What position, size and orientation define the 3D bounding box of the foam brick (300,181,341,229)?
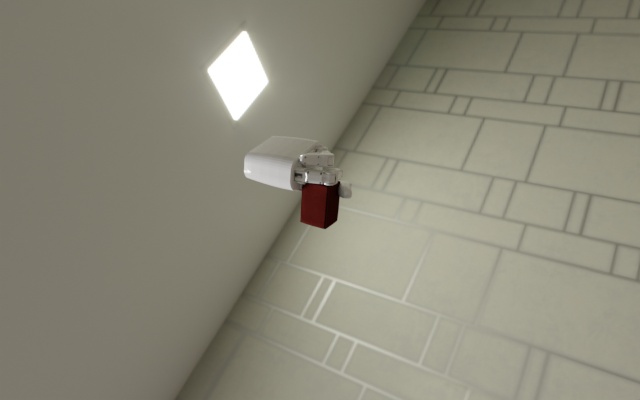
[{"bbox_3d":[0.000,0.003,0.846,0.051,0.078,0.053,12,18,24],"label":"foam brick"}]
